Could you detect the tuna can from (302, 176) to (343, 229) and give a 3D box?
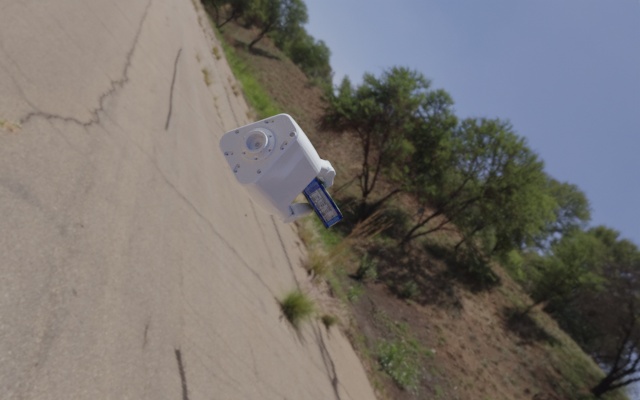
[{"bbox_3d":[0.001,0.002,0.772,0.034,0.086,0.086,-33,1,-2],"label":"tuna can"}]
